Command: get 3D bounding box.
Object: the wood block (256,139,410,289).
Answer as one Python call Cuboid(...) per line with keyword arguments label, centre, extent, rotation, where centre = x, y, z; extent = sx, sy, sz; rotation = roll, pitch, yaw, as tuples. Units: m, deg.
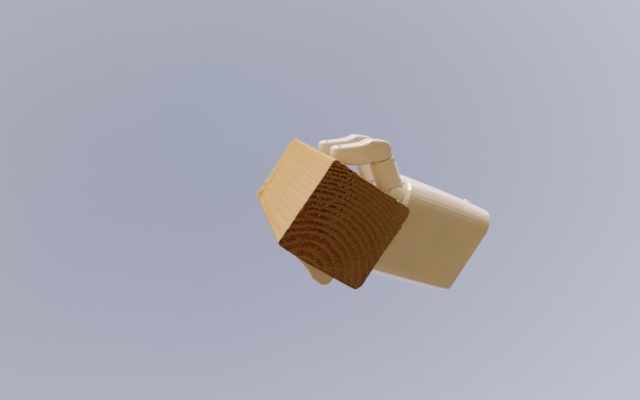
Cuboid(label="wood block", centre=(0.000, 0.002, 0.513), extent=(0.090, 0.091, 0.206), rotation=(32, 3, -17))
